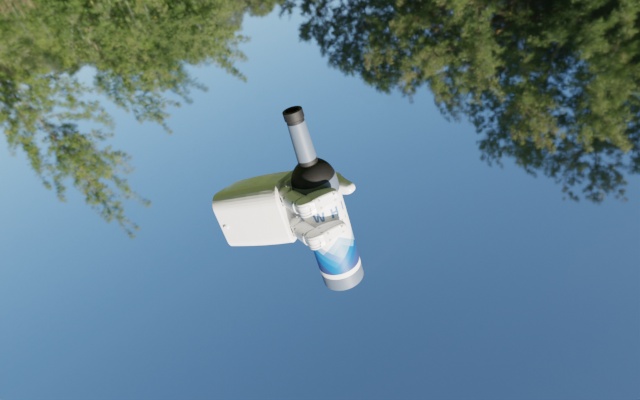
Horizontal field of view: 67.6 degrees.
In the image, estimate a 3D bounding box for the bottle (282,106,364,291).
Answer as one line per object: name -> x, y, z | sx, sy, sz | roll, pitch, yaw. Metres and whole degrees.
bottle -> 0.000, 0.002, 0.701 | 0.069, 0.296, 0.069 | -13, 31, 8
